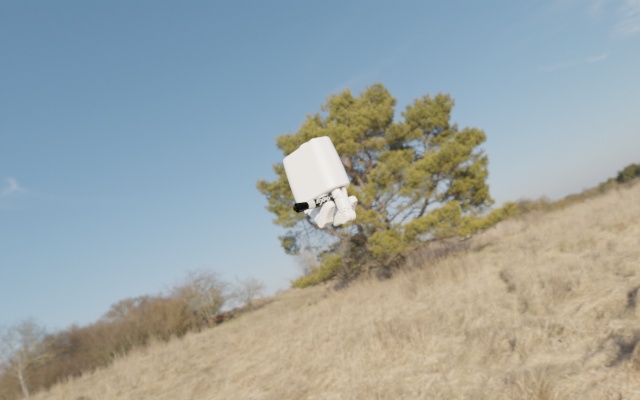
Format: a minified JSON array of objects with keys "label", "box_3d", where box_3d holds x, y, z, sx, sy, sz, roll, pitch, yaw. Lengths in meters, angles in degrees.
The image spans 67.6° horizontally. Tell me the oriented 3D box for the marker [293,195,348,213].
[{"label":"marker","box_3d":[0.000,0.003,0.899,0.121,0.020,0.020,-14,8,-35]}]
